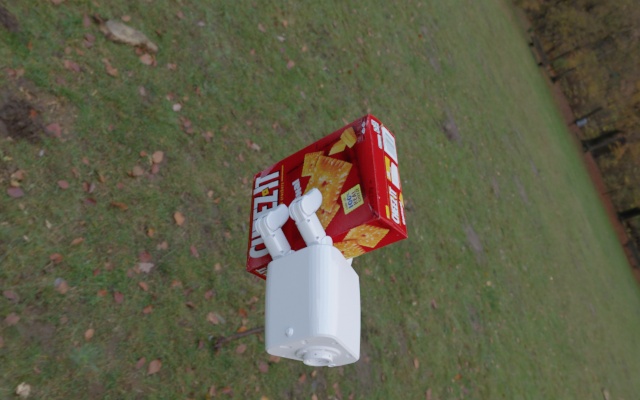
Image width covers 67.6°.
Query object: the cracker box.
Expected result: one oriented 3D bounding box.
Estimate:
[{"bbox_3d":[0.000,0.002,0.636,0.214,0.164,0.072,-24,-41,30],"label":"cracker box"}]
